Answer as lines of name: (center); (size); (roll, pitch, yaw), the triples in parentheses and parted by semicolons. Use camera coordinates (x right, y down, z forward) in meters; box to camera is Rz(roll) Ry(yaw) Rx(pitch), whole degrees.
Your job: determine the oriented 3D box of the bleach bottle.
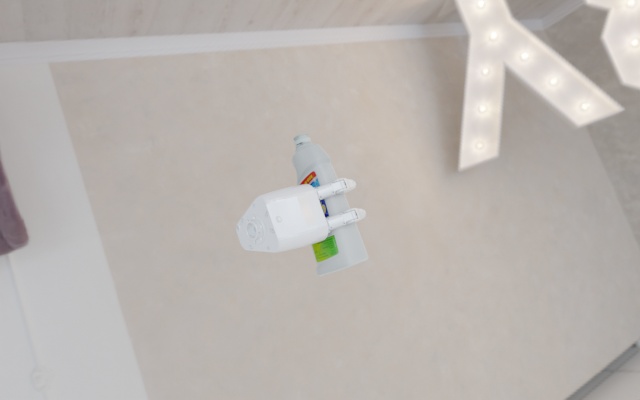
bleach bottle: (0.000, 0.003, 0.863); (0.068, 0.251, 0.102); (-14, -9, -43)
